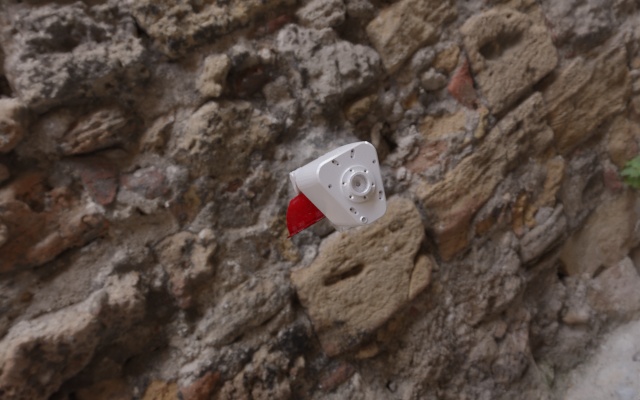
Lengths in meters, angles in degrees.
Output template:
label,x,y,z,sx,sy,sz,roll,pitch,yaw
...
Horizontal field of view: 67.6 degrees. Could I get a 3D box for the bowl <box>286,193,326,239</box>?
label,x,y,z,sx,sy,sz,roll,pitch,yaw
bowl,-0.001,0.003,0.821,0.162,0.055,0.162,-30,-2,-1
